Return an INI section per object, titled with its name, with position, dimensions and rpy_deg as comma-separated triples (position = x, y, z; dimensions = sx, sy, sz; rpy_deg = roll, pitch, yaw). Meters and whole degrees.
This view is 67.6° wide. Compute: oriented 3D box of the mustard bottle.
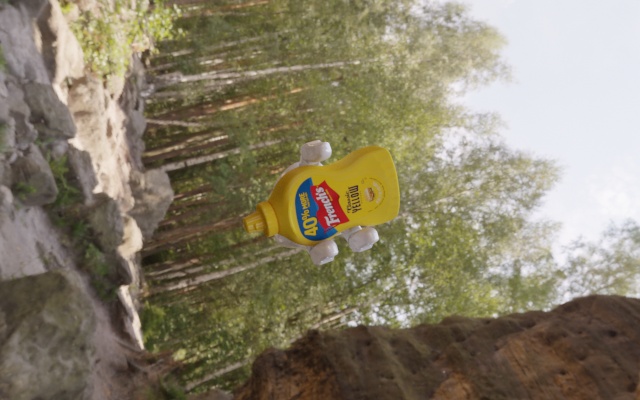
[mustard bottle]
position = 0.000, 0.002, 0.576
dimensions = 0.191, 0.096, 0.058
rpy_deg = -17, 21, -19
